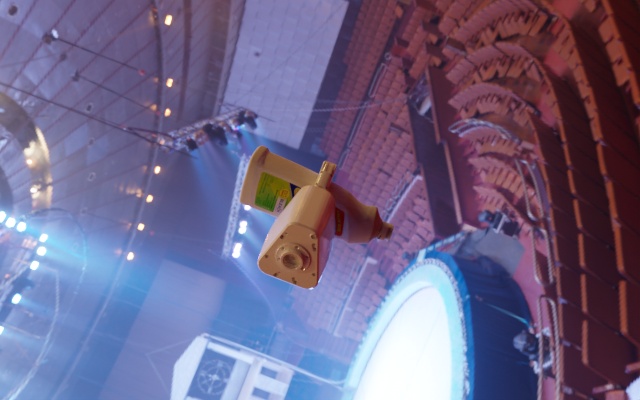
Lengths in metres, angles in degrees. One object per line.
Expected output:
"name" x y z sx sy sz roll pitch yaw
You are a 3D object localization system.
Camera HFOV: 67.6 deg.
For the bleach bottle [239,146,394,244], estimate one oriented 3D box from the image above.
"bleach bottle" 0.000 0.003 0.777 0.251 0.103 0.068 21 31 0
